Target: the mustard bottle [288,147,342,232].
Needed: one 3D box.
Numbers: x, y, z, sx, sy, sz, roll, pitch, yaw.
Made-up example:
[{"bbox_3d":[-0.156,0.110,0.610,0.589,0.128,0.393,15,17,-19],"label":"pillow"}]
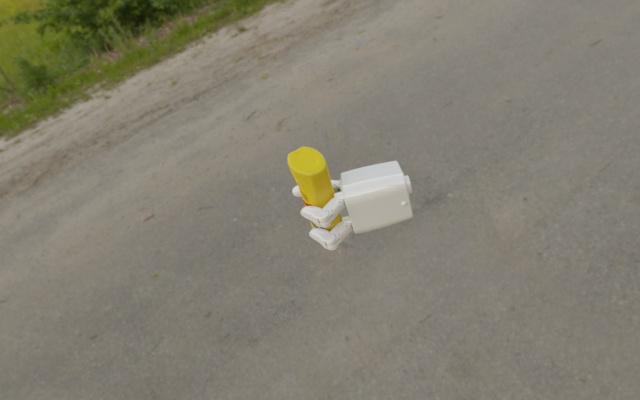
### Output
[{"bbox_3d":[0.000,0.003,0.853,0.058,0.192,0.096,-29,38,-13],"label":"mustard bottle"}]
